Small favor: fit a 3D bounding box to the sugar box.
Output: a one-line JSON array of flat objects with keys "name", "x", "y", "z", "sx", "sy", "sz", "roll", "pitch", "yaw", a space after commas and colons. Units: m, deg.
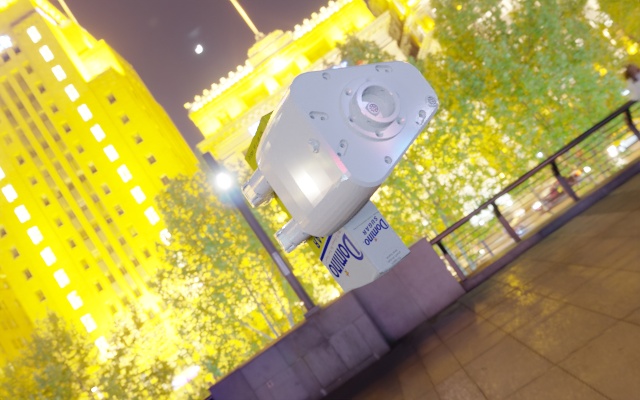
[{"name": "sugar box", "x": 0.000, "y": 0.002, "z": 0.459, "sx": 0.048, "sy": 0.176, "sz": 0.093, "roll": -32, "pitch": -8, "yaw": -26}]
